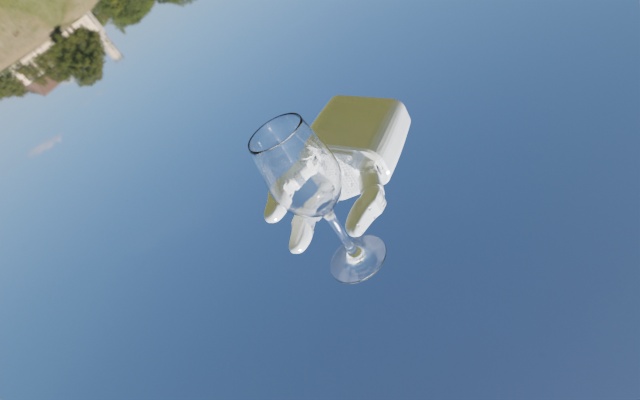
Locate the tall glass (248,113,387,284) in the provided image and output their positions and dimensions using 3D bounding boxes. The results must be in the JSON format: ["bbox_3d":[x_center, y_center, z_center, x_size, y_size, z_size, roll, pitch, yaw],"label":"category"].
[{"bbox_3d":[0.000,0.002,0.523,0.079,0.079,0.201,0,-43,39],"label":"tall glass"}]
